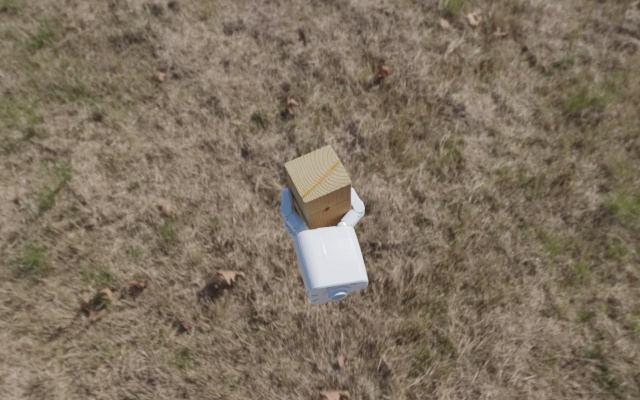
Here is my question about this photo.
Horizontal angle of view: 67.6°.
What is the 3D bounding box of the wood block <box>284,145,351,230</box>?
[{"bbox_3d":[0.001,0.003,0.895,0.091,0.090,0.206,-23,-27,-10],"label":"wood block"}]
